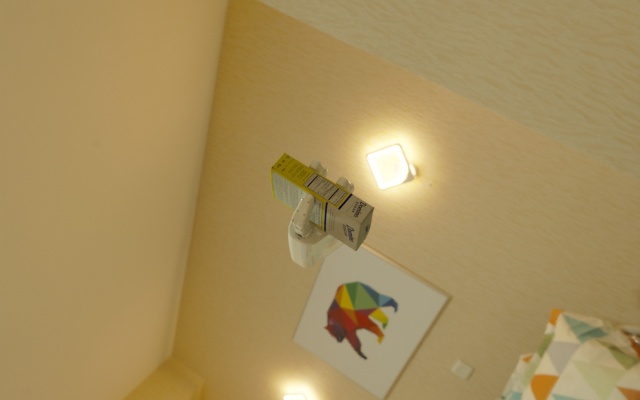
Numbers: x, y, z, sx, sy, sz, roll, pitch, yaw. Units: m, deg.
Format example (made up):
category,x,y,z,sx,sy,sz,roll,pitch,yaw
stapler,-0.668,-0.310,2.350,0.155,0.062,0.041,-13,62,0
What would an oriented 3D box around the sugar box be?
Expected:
category,x,y,z,sx,sy,sz,roll,pitch,yaw
sugar box,0.000,0.002,0.776,0.176,0.048,0.093,30,-28,16
